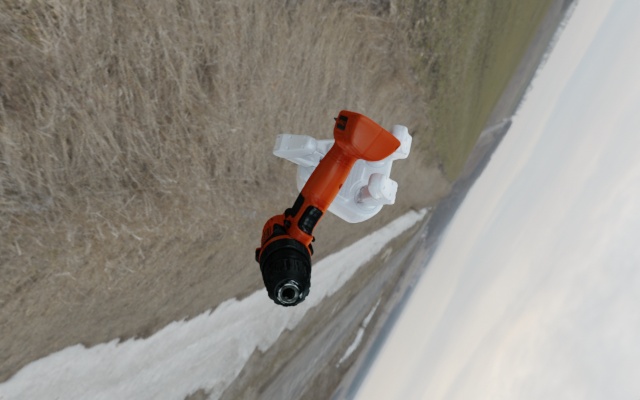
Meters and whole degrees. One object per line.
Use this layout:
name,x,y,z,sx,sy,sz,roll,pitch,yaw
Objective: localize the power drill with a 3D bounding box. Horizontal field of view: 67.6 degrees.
power drill,0.000,0.001,0.481,0.057,0.187,0.184,34,7,-15
